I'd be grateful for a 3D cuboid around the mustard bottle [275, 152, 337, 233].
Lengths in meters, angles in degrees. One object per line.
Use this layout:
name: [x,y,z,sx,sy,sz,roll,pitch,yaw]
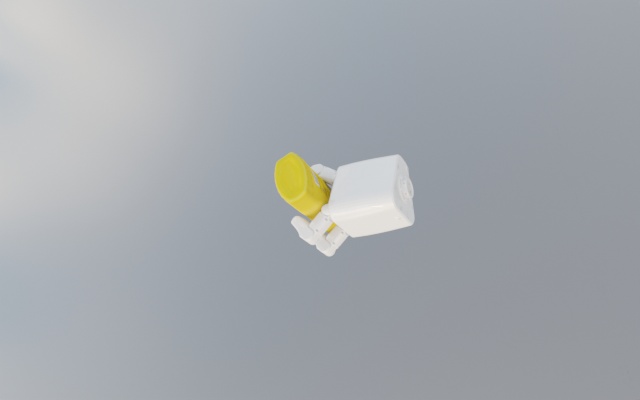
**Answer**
mustard bottle: [0.000,0.003,0.804,0.058,0.096,0.192,-33,-39,13]
